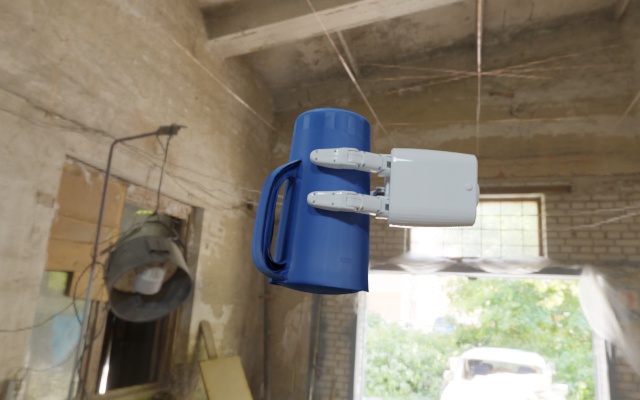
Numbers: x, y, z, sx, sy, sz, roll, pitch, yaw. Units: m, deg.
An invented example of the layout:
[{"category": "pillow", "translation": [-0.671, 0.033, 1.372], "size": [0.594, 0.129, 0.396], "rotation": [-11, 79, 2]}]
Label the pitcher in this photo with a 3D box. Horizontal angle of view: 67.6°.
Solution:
[{"category": "pitcher", "translation": [0.000, 0.002, 0.644], "size": [0.145, 0.242, 0.149], "rotation": [3, -12, 6]}]
